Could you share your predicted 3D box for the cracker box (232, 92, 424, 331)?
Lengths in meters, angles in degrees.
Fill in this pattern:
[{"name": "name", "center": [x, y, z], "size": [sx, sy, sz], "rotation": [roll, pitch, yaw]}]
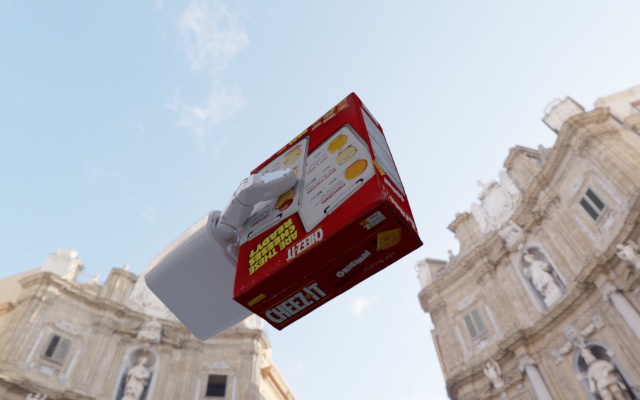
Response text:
[{"name": "cracker box", "center": [0.000, 0.001, 0.488], "size": [0.164, 0.072, 0.213], "rotation": [-35, 30, 19]}]
